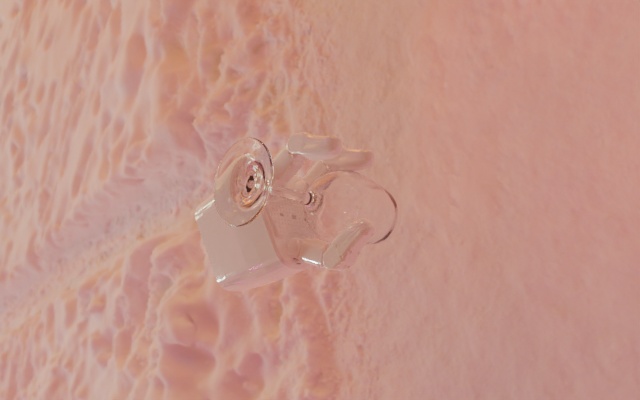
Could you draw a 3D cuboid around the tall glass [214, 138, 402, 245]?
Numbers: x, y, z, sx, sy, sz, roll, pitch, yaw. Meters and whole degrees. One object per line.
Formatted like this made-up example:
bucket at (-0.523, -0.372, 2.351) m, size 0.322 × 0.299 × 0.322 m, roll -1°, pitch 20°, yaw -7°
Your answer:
tall glass at (0.000, 0.001, 0.462) m, size 0.079 × 0.079 × 0.201 m, roll 0°, pitch -10°, yaw 42°
